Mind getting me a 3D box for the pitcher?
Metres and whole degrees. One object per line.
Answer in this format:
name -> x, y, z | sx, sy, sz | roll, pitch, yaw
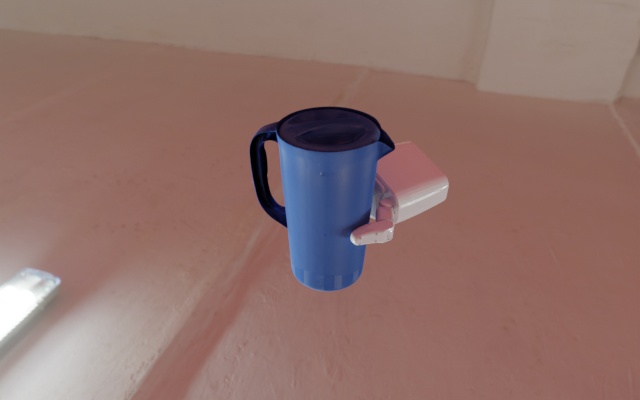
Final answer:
pitcher -> 0.000, 0.002, 0.658 | 0.145, 0.243, 0.149 | -20, 38, -28
